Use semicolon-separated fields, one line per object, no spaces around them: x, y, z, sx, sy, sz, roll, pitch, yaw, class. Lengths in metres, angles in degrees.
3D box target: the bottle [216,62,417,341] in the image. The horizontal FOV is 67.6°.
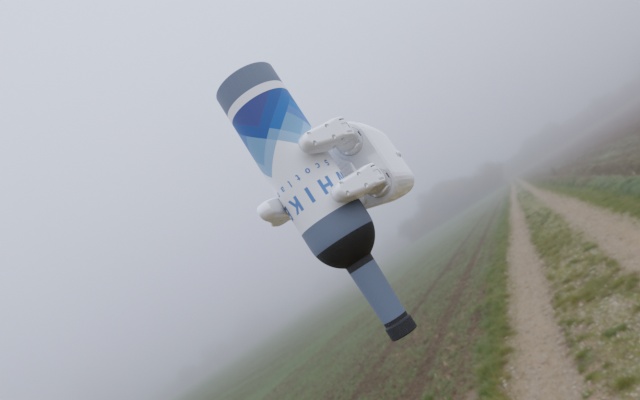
0.000;0.001;0.467;0.069;0.295;0.069;-32;-10;-6;bottle
